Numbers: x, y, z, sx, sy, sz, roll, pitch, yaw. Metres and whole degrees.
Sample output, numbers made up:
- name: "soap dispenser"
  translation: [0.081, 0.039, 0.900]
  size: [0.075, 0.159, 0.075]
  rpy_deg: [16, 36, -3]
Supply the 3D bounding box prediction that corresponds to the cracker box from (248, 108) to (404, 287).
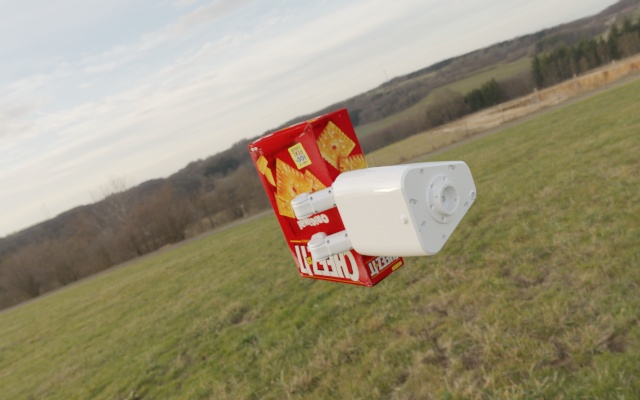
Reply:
- name: "cracker box"
  translation: [0.000, 0.002, 0.636]
  size: [0.072, 0.214, 0.164]
  rpy_deg: [-28, 13, -33]
